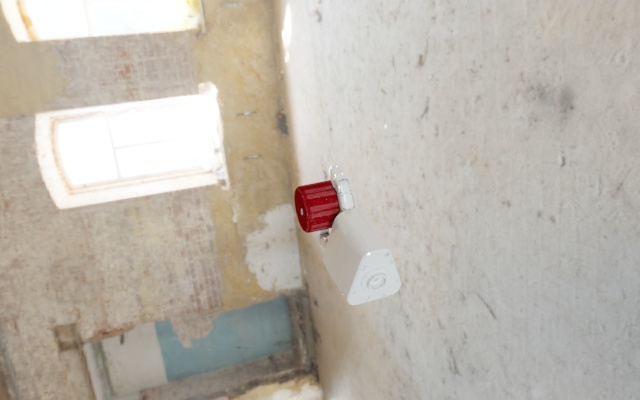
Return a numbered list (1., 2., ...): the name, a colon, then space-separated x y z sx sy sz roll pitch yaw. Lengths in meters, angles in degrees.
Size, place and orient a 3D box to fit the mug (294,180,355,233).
1. mug: -0.001 0.002 0.831 0.081 0.093 0.117 -12 34 -16
